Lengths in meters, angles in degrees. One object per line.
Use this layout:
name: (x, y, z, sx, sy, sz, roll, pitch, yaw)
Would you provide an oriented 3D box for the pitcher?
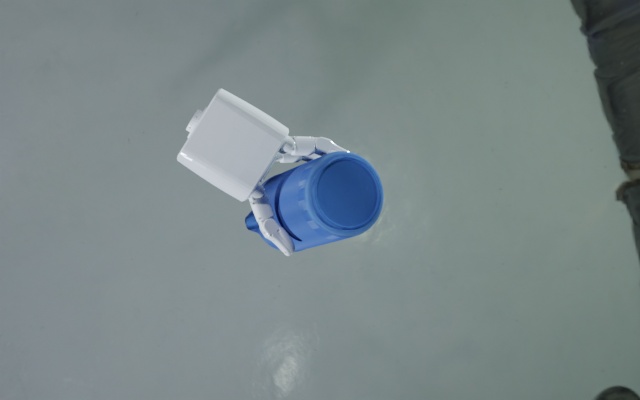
pitcher: (0.000, 0.002, 0.694, 0.145, 0.149, 0.243, 33, -17, -14)
